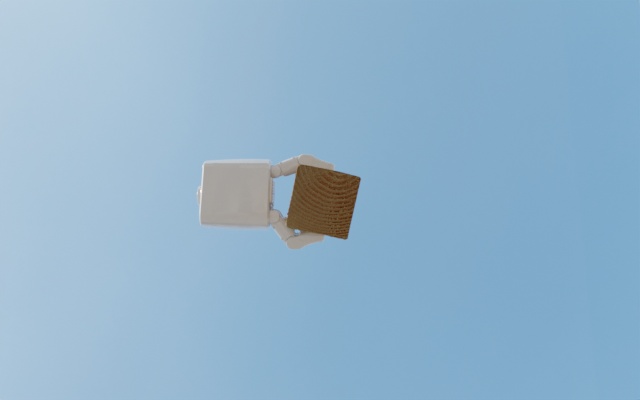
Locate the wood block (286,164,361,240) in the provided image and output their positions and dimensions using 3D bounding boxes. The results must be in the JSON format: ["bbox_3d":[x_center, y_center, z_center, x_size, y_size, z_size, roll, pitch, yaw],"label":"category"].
[{"bbox_3d":[0.000,0.002,0.749,0.090,0.091,0.206,12,0,-2],"label":"wood block"}]
